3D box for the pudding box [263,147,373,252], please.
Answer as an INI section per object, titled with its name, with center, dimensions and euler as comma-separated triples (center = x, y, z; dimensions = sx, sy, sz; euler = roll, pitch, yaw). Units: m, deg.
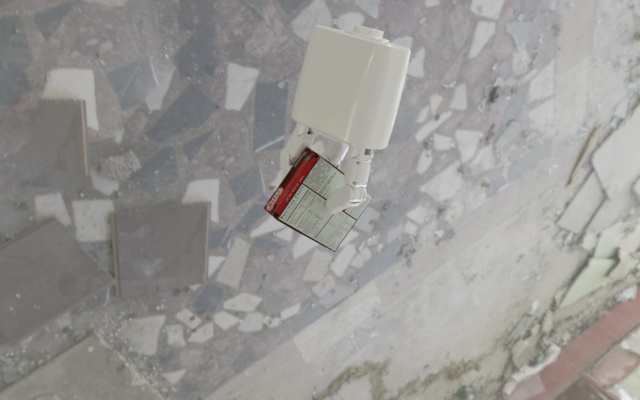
[pudding box]
center = 0.000, 0.002, 0.580
dimensions = 0.113, 0.090, 0.039
euler = 34, 3, -39
